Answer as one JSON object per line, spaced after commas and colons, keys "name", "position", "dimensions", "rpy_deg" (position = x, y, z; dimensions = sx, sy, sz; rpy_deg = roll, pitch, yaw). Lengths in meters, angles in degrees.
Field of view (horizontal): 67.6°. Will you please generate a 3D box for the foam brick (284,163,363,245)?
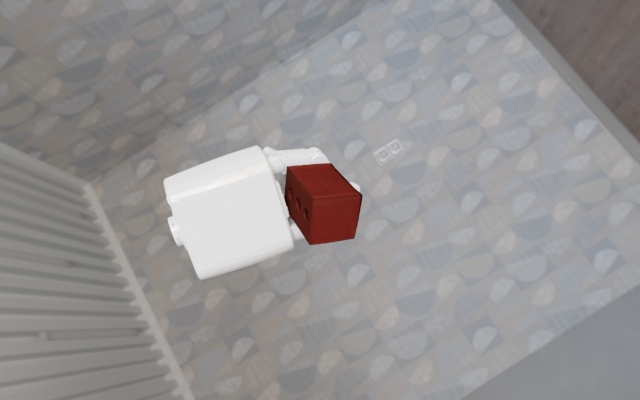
{"name": "foam brick", "position": [0.000, 0.002, 0.487], "dimensions": [0.051, 0.053, 0.078], "rpy_deg": [-6, 30, -23]}
